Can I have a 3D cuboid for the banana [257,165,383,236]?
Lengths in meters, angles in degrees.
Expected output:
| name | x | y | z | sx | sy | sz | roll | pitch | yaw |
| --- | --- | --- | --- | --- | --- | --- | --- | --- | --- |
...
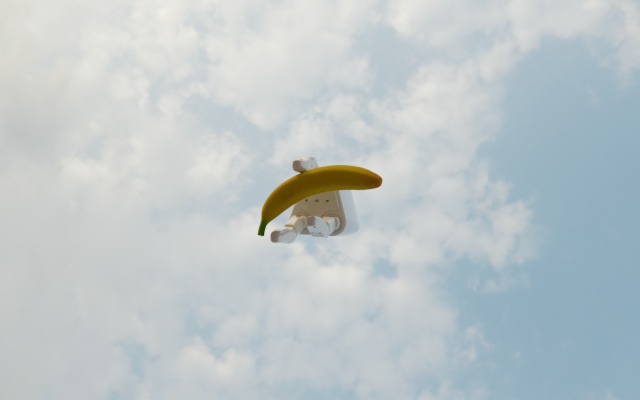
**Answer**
| name | x | y | z | sx | sy | sz | roll | pitch | yaw |
| --- | --- | --- | --- | --- | --- | --- | --- | --- | --- |
| banana | -0.009 | -0.013 | 0.692 | 0.198 | 0.069 | 0.037 | -24 | -17 | 14 |
